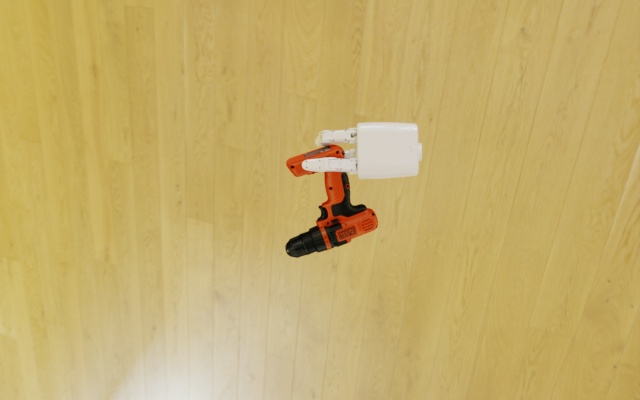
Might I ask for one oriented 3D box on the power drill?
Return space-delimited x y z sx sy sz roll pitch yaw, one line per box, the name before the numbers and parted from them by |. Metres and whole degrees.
power drill | 0.000 0.002 0.885 0.184 0.188 0.057 -21 20 -6
